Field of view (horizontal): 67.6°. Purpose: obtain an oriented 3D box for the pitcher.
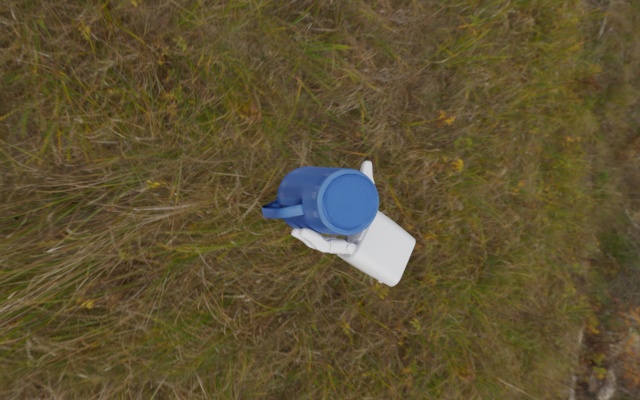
[{"bbox_3d":[0.000,0.003,0.866,0.145,0.149,0.243,34,-9,-15],"label":"pitcher"}]
